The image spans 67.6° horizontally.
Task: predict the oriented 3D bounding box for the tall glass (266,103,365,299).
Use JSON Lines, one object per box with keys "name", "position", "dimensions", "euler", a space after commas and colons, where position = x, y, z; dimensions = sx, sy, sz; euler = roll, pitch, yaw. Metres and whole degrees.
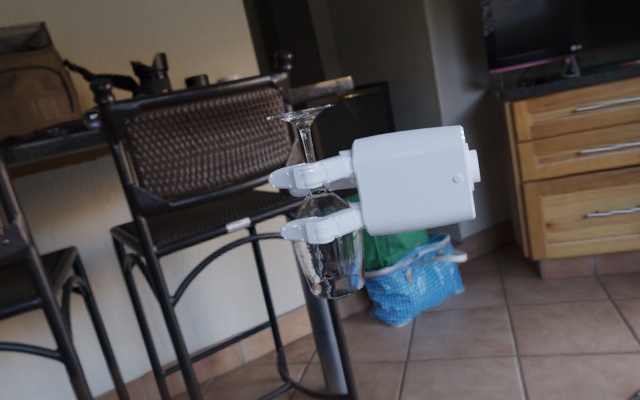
{"name": "tall glass", "position": [0.000, 0.001, 0.517], "dimensions": [0.079, 0.201, 0.079], "euler": [-11, 11, 2]}
